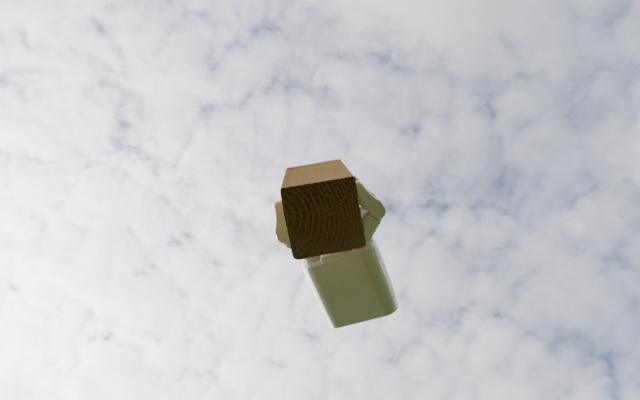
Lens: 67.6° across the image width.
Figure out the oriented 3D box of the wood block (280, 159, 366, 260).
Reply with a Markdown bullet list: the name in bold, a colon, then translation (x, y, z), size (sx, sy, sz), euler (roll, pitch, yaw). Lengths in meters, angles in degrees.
- **wood block**: translation (0.000, 0.003, 0.657), size (0.091, 0.090, 0.206), euler (-11, 10, 0)
